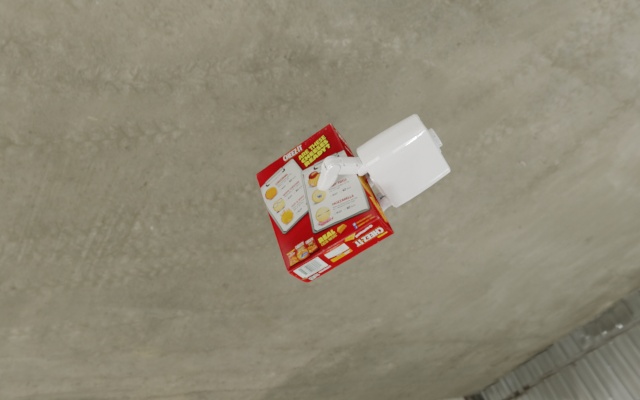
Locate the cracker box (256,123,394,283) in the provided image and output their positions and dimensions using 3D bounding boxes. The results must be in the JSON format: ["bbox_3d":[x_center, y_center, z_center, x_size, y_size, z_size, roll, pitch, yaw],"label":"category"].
[{"bbox_3d":[0.000,0.003,0.780,0.164,0.213,0.072,-33,-39,12],"label":"cracker box"}]
